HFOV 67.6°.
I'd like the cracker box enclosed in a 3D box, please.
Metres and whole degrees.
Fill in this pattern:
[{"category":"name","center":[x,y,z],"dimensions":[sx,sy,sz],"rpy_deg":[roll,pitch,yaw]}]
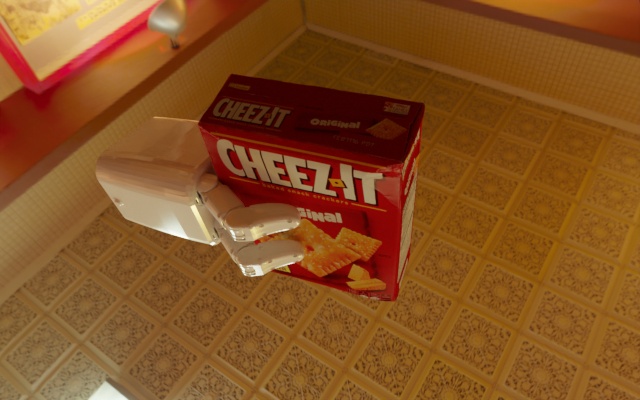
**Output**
[{"category":"cracker box","center":[0.000,0.001,0.436],"dimensions":[0.164,0.072,0.214],"rpy_deg":[12,-35,16]}]
